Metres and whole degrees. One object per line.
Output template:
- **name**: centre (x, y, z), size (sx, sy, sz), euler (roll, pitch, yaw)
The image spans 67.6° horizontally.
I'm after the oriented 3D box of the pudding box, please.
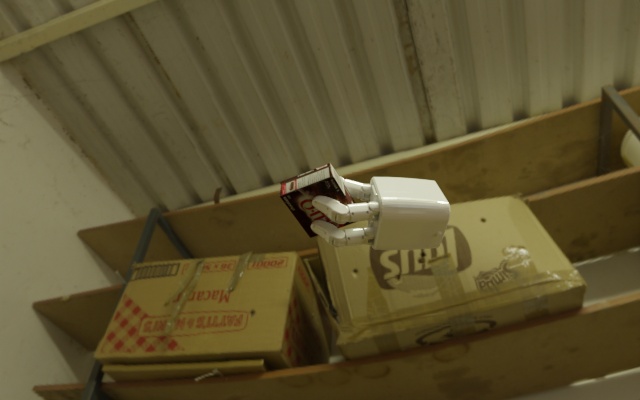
- **pudding box**: centre (0.000, 0.002, 0.751), size (0.090, 0.039, 0.114), euler (-21, -49, 14)
